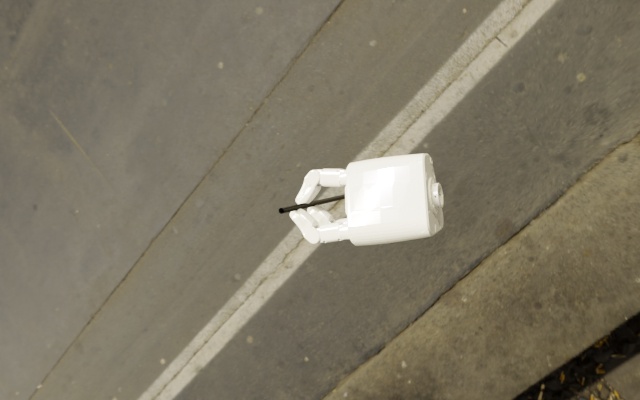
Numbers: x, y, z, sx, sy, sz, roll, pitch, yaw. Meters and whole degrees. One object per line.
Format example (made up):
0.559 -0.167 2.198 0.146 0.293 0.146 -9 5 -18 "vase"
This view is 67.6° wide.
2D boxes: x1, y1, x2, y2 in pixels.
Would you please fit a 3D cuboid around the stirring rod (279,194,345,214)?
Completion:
0.000 0.002 0.731 0.011 0.011 0.239 0 5 25 "stirring rod"
